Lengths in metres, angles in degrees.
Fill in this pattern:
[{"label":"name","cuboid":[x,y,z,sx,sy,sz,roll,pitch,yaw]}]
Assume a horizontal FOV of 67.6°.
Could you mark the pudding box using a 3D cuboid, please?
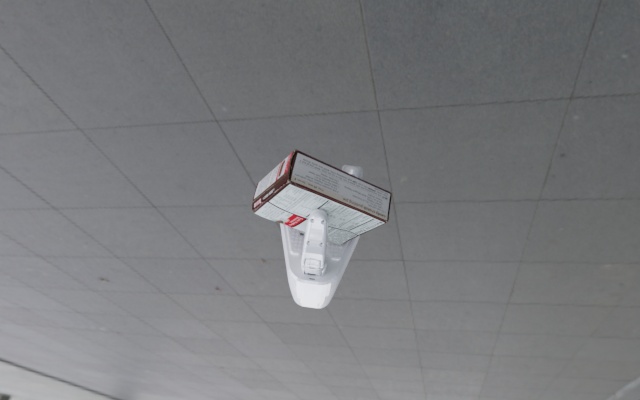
[{"label":"pudding box","cuboid":[0.000,0.002,0.477,0.113,0.039,0.090,21,-29,-23]}]
